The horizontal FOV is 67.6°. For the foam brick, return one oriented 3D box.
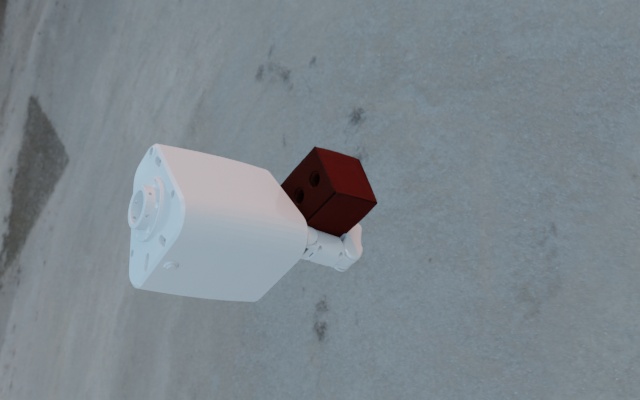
[{"bbox_3d":[0.000,0.001,0.414,0.051,0.053,0.078,15,-49,-39],"label":"foam brick"}]
